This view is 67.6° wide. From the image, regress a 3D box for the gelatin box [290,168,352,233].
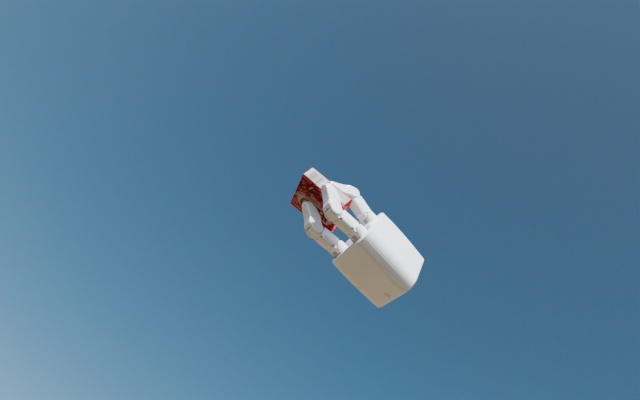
[{"bbox_3d":[0.000,0.002,0.778,0.089,0.073,0.030,40,45,13],"label":"gelatin box"}]
